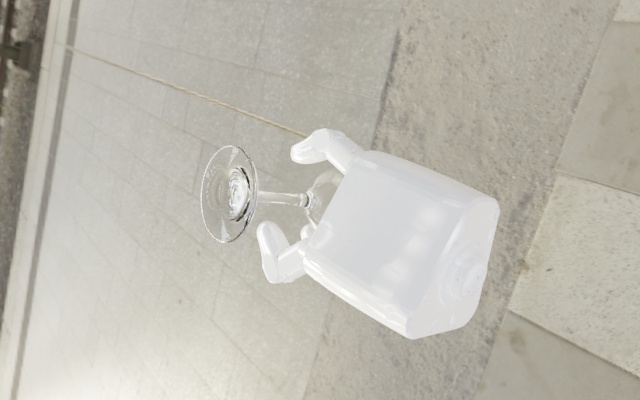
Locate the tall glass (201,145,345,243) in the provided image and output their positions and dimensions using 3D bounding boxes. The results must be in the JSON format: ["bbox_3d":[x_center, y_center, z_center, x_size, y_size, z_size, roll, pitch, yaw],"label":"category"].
[{"bbox_3d":[-0.001,0.001,0.429,0.201,0.079,0.079,5,-4,-45],"label":"tall glass"}]
